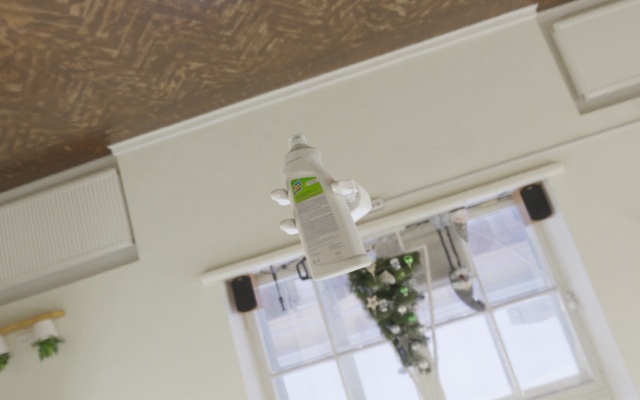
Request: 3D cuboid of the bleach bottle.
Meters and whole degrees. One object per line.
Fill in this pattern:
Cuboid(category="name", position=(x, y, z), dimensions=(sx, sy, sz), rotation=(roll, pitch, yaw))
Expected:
Cuboid(category="bleach bottle", position=(0.000, 0.003, 0.810), dimensions=(0.102, 0.250, 0.068), rotation=(-21, -13, 17))
